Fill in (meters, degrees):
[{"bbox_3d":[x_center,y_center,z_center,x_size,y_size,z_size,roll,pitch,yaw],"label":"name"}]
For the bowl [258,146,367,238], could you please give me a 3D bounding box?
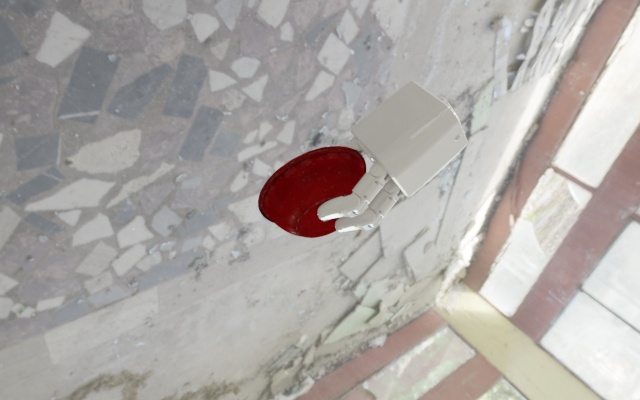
[{"bbox_3d":[-0.001,0.003,0.646,0.162,0.055,0.162,-19,-32,-12],"label":"bowl"}]
